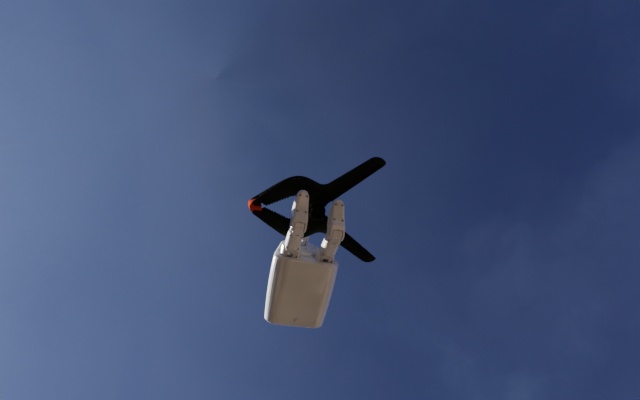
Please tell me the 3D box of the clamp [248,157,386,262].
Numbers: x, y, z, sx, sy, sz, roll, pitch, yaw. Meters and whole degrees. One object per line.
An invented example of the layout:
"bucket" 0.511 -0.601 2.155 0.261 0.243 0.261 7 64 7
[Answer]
"clamp" -0.001 0.002 0.717 0.210 0.164 0.036 9 8 -14
